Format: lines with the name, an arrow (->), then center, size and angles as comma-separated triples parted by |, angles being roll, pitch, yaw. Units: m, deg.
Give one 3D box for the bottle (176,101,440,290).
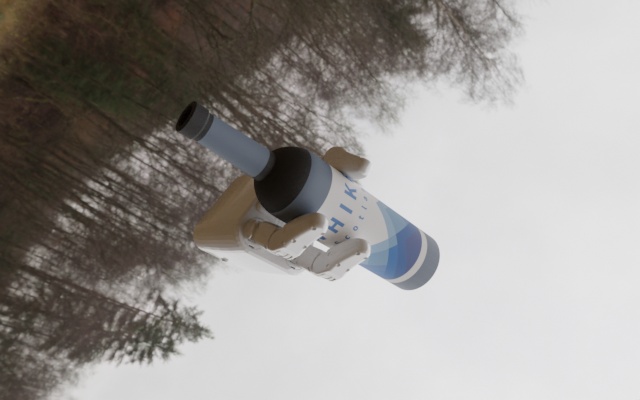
bottle -> 0.000, 0.002, 0.446 | 0.296, 0.069, 0.069 | 33, -19, -33
